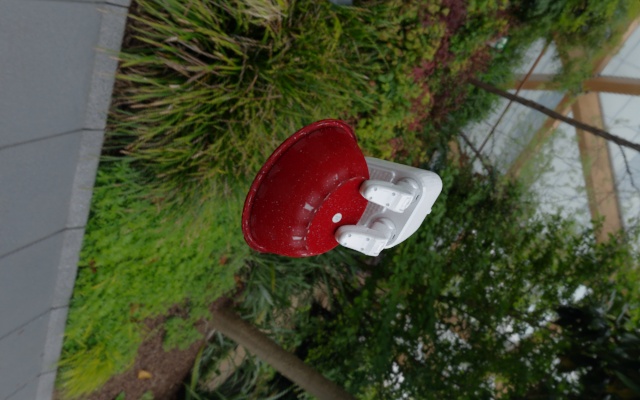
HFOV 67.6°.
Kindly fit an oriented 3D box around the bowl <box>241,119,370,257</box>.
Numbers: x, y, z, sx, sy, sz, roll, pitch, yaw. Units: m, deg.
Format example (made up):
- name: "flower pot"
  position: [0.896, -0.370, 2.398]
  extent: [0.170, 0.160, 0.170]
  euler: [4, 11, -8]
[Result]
- name: "bowl"
  position: [-0.001, 0.002, 0.482]
  extent: [0.055, 0.162, 0.162]
  euler: [38, 21, 29]
